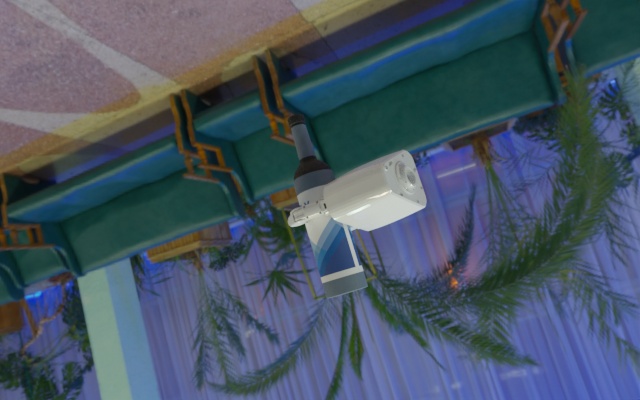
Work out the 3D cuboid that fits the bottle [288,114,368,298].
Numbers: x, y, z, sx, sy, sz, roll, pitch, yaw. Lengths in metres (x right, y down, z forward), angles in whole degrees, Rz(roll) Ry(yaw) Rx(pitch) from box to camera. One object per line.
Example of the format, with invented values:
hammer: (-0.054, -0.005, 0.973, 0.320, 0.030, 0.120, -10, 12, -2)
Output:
bottle: (0.000, 0.003, 0.759, 0.069, 0.295, 0.069, -16, -10, -3)
